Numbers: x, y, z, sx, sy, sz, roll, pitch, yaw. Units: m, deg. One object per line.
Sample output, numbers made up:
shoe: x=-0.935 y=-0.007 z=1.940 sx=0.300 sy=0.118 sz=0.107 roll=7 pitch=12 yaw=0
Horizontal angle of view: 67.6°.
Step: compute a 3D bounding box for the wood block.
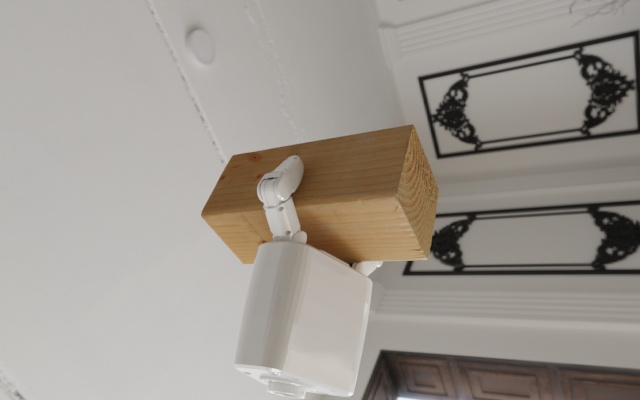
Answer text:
wood block: x=0.000 y=0.002 z=0.472 sx=0.206 sy=0.090 sz=0.091 roll=-6 pitch=-44 yaw=29
